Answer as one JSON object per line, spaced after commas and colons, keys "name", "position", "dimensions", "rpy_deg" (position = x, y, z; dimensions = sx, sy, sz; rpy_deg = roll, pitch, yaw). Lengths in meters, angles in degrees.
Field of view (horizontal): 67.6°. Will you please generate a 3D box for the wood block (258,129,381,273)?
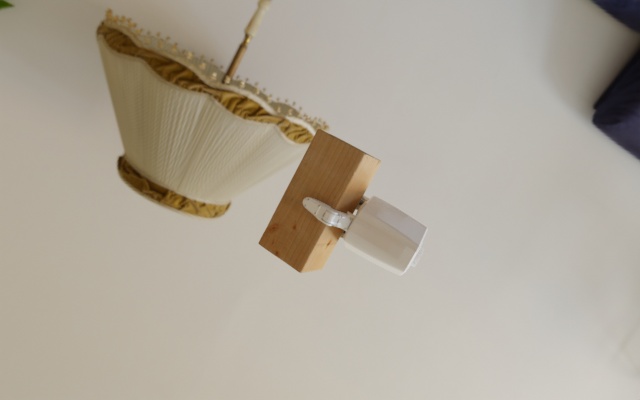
{"name": "wood block", "position": [0.000, 0.003, 0.765], "dimensions": [0.090, 0.206, 0.091], "rpy_deg": [32, 9, 23]}
